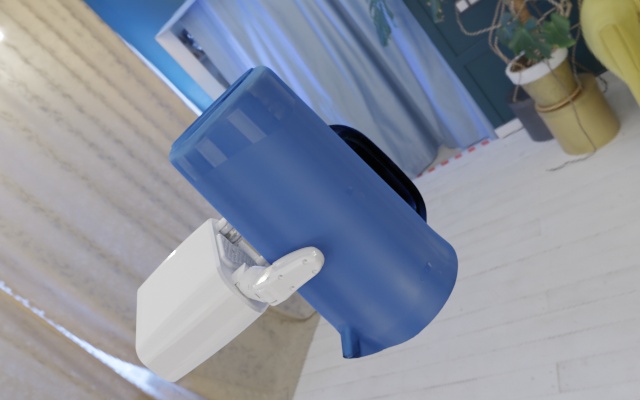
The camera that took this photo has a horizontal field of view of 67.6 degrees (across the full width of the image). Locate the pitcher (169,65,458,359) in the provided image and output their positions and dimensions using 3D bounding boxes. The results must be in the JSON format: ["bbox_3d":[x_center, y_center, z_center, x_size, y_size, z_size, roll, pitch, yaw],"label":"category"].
[{"bbox_3d":[0.000,0.002,0.417,0.145,0.243,0.149,-41,19,9],"label":"pitcher"}]
